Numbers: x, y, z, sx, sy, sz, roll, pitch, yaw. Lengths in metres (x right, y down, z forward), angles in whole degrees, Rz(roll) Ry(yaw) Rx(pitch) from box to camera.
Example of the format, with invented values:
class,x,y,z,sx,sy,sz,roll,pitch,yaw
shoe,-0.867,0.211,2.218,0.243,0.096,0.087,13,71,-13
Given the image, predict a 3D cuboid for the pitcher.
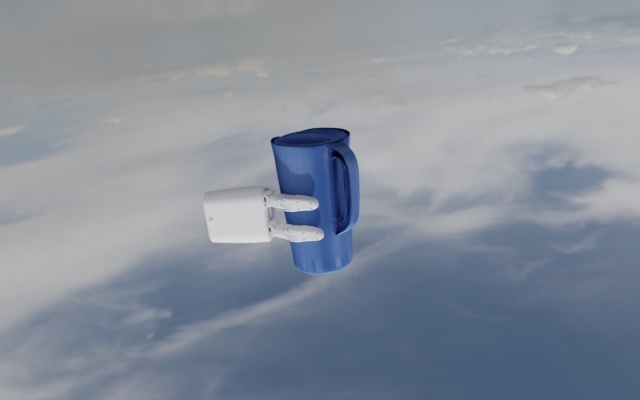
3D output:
class,x,y,z,sx,sy,sz,roll,pitch,yaw
pitcher,0.000,0.003,0.820,0.145,0.243,0.149,-4,20,7
